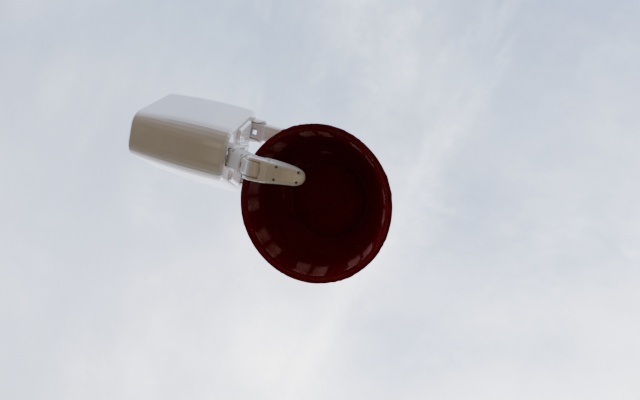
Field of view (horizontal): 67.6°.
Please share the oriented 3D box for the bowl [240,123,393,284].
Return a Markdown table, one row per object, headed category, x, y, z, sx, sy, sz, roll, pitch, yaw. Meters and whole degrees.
| category | x | y | z | sx | sy | sz | roll | pitch | yaw |
| --- | --- | --- | --- | --- | --- | --- | --- | --- | --- |
| bowl | 0.001 | 0.002 | 0.499 | 0.162 | 0.162 | 0.055 | 0 | 7 | 19 |
